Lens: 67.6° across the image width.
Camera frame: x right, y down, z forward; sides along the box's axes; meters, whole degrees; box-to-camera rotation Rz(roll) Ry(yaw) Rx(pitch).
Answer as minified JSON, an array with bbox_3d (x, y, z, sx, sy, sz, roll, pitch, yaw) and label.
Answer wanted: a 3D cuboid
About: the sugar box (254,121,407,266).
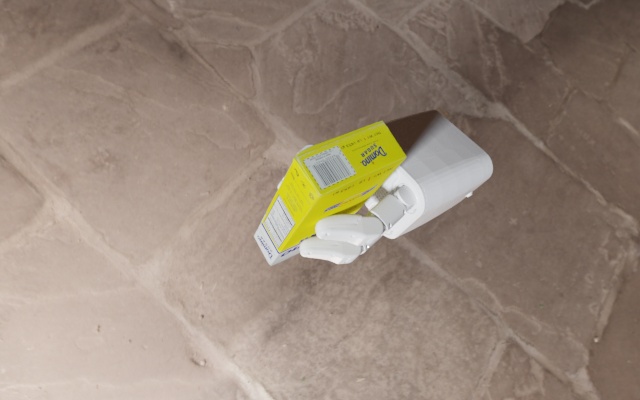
[{"bbox_3d":[0.000,0.002,0.452,0.093,0.048,0.176,-24,-18,-27],"label":"sugar box"}]
